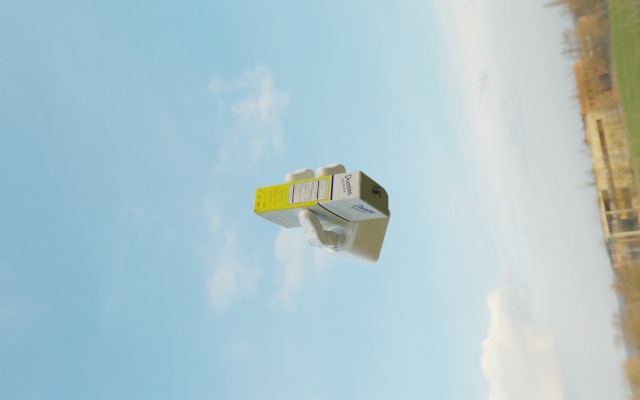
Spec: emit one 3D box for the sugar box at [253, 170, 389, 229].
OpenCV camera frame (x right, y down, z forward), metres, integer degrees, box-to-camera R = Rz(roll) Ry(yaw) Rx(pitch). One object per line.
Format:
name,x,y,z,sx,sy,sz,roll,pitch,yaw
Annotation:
sugar box,0.000,0.002,0.687,0.176,0.048,0.093,-10,-23,29
